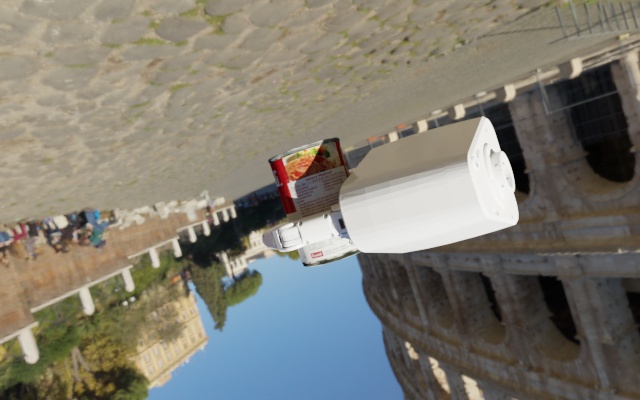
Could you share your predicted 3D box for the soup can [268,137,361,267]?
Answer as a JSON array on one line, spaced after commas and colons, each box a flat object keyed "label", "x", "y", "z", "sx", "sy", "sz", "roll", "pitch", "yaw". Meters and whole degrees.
[{"label": "soup can", "x": 0.000, "y": 0.002, "z": 0.435, "sx": 0.068, "sy": 0.102, "sz": 0.068, "roll": -18, "pitch": 2, "yaw": 1}]
